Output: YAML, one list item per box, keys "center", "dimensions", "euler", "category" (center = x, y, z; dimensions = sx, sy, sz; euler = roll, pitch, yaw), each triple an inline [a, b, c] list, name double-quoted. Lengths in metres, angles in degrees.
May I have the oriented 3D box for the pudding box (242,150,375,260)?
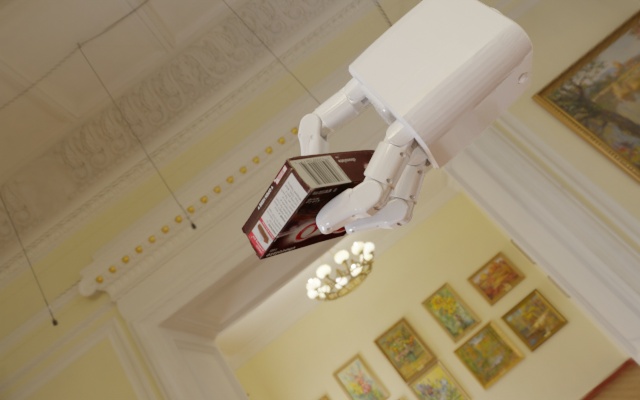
- center: [0.000, 0.001, 0.413]
  dimensions: [0.113, 0.039, 0.090]
  euler: [-9, -35, -45]
  category: "pudding box"
